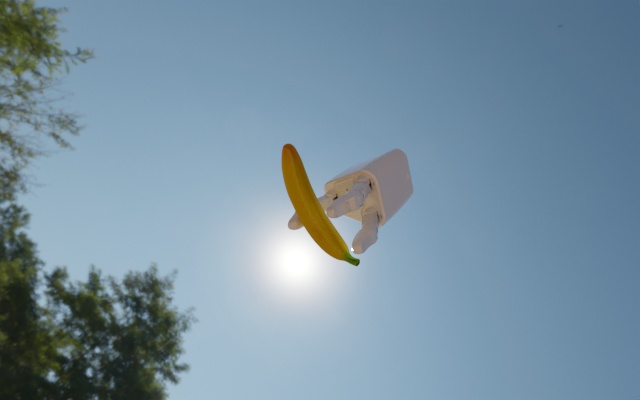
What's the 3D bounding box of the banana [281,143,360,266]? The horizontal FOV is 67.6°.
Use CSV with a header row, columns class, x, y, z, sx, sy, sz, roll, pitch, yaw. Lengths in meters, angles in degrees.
class,x,y,z,sx,sy,sz,roll,pitch,yaw
banana,-0.009,0.011,0.694,0.037,0.198,0.070,-34,3,-39
